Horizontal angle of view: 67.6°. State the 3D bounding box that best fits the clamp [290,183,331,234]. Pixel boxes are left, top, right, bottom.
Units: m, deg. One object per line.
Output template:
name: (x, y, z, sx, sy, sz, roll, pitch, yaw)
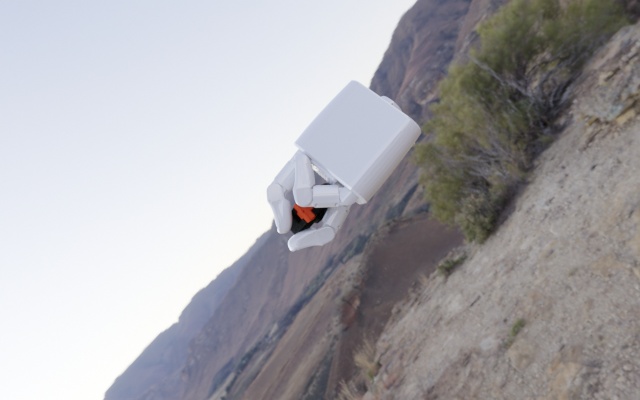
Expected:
clamp: (0.000, 0.002, 0.640, 0.039, 0.120, 0.171, 40, -1, 1)
